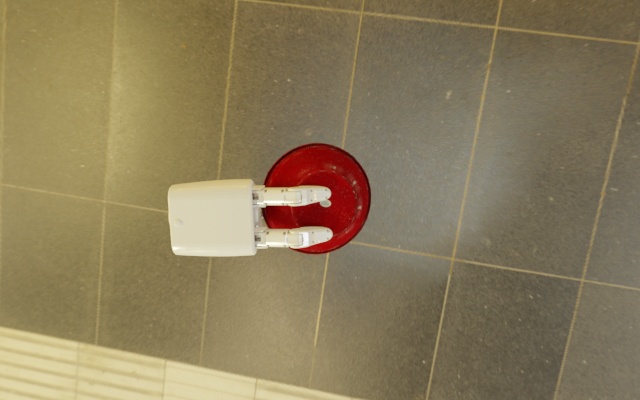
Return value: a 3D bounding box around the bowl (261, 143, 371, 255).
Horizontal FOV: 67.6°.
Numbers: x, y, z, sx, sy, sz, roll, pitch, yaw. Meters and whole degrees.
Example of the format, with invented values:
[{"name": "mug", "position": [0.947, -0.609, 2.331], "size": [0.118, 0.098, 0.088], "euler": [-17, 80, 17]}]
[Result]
[{"name": "bowl", "position": [0.001, 0.002, 0.660], "size": [0.162, 0.162, 0.055], "euler": [0, 8, -11]}]
